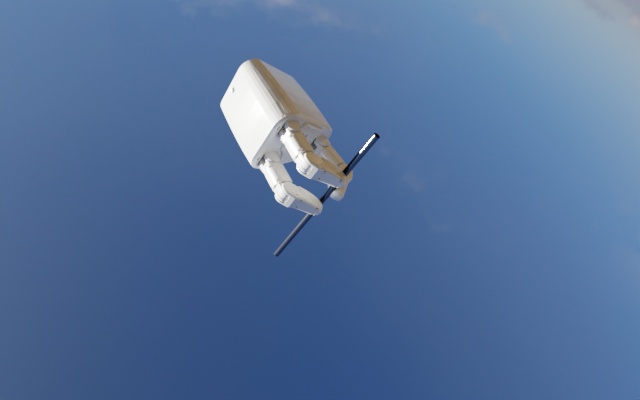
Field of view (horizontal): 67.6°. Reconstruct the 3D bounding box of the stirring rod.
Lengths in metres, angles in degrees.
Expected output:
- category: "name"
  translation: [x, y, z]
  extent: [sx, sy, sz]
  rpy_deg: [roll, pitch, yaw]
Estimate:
- category: "stirring rod"
  translation: [0.000, 0.002, 0.598]
  extent: [0.011, 0.011, 0.240]
  rpy_deg: [0, -38, -40]
